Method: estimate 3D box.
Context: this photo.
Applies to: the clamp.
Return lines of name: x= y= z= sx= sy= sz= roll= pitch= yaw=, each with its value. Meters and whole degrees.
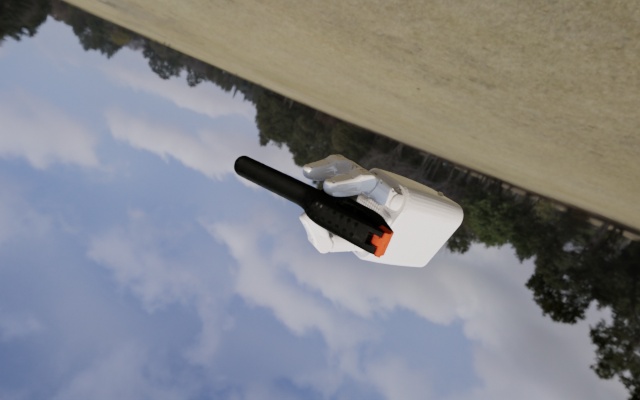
clamp: x=0.000 y=0.003 z=0.545 sx=0.164 sy=0.036 sz=0.210 roll=13 pitch=15 yaw=-32
